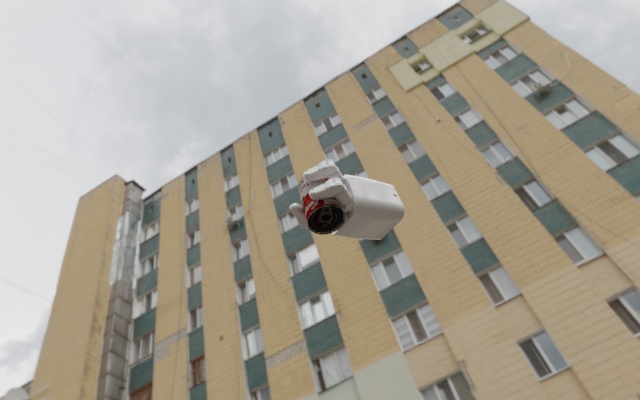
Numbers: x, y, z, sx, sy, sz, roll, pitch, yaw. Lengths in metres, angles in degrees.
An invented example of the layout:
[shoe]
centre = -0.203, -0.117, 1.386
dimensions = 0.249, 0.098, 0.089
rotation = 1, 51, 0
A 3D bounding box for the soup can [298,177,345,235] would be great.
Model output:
[soup can]
centre = 0.000, 0.003, 0.870
dimensions = 0.068, 0.069, 0.102
rotation = 0, 40, -16
